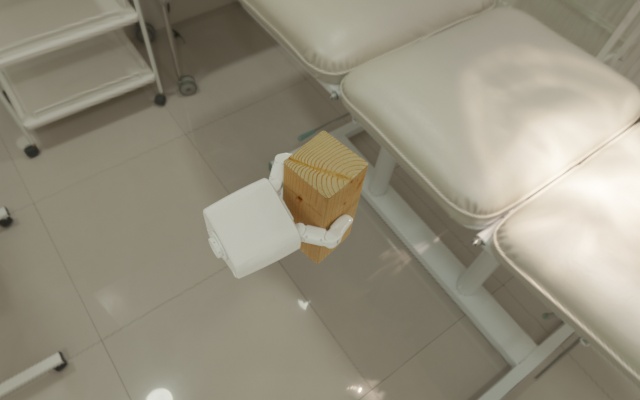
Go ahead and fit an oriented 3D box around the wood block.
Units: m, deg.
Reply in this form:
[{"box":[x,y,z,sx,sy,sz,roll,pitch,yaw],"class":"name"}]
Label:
[{"box":[0.000,0.003,0.762,0.090,0.091,0.206,-41,-21,-26],"class":"wood block"}]
